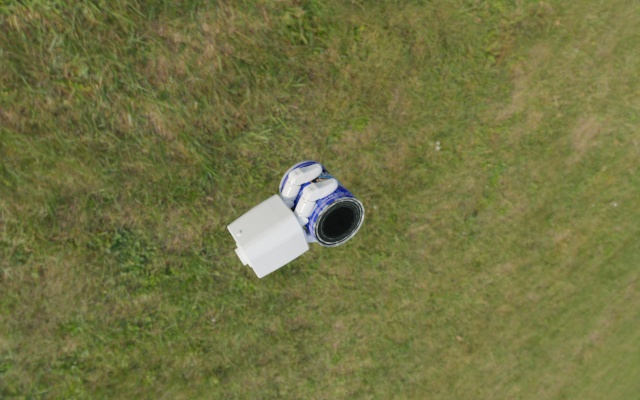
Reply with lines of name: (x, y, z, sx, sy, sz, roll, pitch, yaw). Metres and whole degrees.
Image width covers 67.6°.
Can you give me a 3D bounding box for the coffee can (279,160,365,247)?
coffee can: (0.000, 0.003, 0.873, 0.103, 0.103, 0.140, 0, 31, -34)
